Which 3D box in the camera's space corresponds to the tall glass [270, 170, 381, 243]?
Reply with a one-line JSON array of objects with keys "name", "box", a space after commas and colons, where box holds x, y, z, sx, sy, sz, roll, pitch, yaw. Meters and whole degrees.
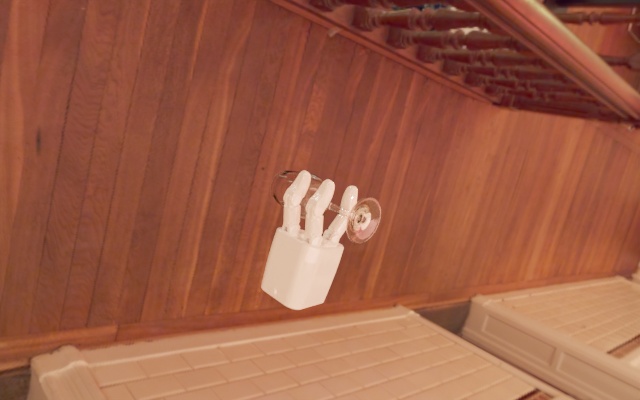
[{"name": "tall glass", "box": [0.001, 0.003, 0.790, 0.079, 0.079, 0.201, 0, 17, -44]}]
